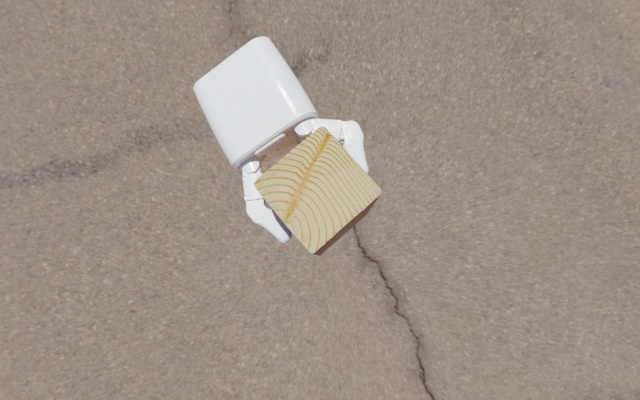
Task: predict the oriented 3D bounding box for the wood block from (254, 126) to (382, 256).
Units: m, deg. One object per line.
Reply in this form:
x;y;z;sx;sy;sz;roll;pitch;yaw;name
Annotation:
0.000;0.002;0.548;0.091;0.090;0.206;-40;-7;-3;wood block
